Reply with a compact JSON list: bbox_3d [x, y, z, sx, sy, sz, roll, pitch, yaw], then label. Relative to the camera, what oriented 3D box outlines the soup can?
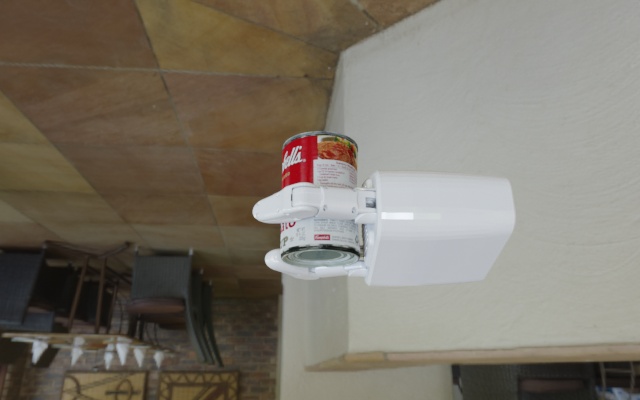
[{"bbox_3d":[0.000,0.002,0.411,0.068,0.102,0.068,0,-20,0],"label":"soup can"}]
